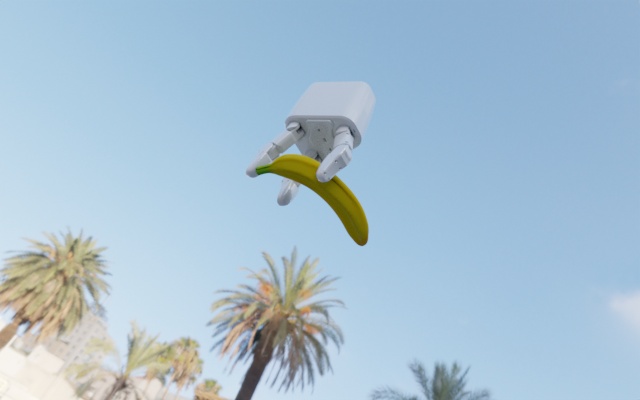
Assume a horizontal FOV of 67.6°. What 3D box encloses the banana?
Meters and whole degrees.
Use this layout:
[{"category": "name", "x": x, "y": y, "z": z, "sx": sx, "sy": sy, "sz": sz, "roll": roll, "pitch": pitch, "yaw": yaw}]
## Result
[{"category": "banana", "x": 0.008, "y": -0.008, "z": 0.670, "sx": 0.198, "sy": 0.037, "sz": 0.070, "roll": 37, "pitch": -44, "yaw": -15}]
